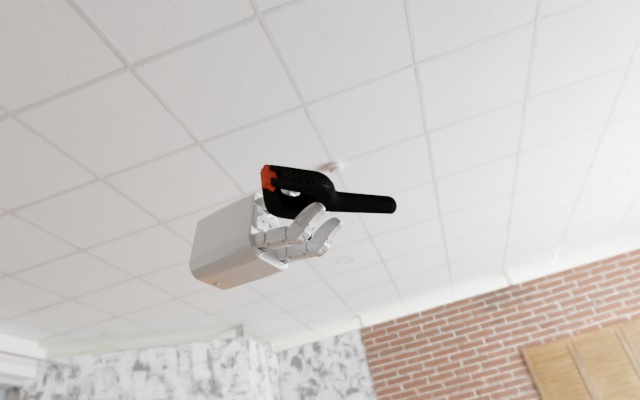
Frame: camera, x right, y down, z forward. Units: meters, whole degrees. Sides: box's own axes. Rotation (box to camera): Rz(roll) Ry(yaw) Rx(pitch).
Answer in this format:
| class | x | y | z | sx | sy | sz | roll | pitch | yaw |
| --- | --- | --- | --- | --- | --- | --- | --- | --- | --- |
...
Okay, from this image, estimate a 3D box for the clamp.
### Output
| class | x | y | z | sx | sy | sz | roll | pitch | yaw |
| --- | --- | --- | --- | --- | --- | --- | --- | --- | --- |
| clamp | 0.000 | 0.001 | 0.639 | 0.164 | 0.036 | 0.210 | -22 | -32 | 19 |
